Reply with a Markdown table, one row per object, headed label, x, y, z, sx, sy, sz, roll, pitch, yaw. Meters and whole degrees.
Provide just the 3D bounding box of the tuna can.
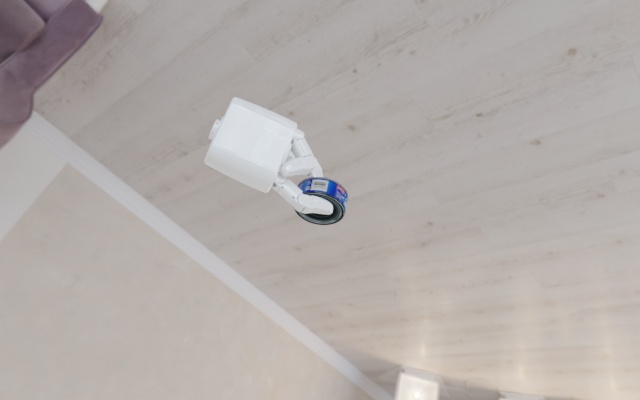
| label | x | y | z | sx | sy | sz | roll | pitch | yaw |
| --- | --- | --- | --- | --- | --- | --- | --- | --- | --- |
| tuna can | 0.000 | 0.003 | 0.766 | 0.086 | 0.033 | 0.086 | 7 | -38 | 6 |
